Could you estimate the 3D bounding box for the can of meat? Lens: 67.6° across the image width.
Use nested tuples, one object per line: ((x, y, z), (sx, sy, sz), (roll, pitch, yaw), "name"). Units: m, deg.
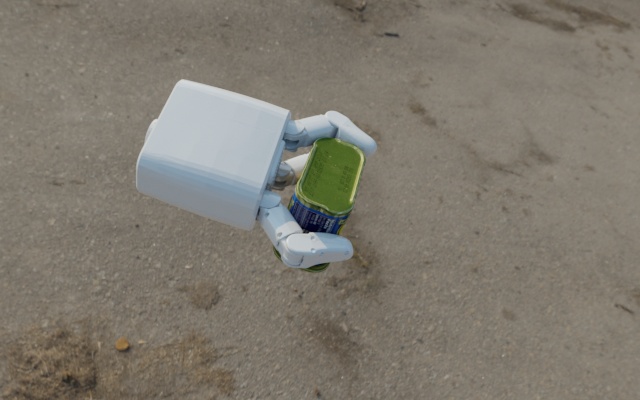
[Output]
((0.000, 0.001, 0.447), (0.057, 0.102, 0.084), (20, -46, -2), "can of meat")
